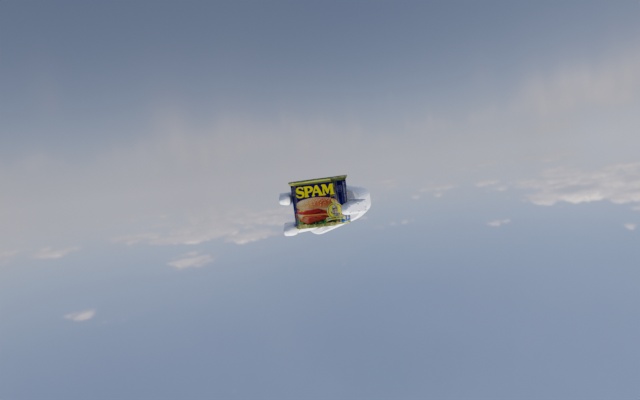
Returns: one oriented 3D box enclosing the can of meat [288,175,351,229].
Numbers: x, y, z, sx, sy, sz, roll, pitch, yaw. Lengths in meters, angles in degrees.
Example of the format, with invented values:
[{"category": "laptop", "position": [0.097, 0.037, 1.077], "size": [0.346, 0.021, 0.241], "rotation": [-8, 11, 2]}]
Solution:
[{"category": "can of meat", "position": [0.000, 0.003, 0.840], "size": [0.102, 0.084, 0.057], "rotation": [-6, 4, 15]}]
